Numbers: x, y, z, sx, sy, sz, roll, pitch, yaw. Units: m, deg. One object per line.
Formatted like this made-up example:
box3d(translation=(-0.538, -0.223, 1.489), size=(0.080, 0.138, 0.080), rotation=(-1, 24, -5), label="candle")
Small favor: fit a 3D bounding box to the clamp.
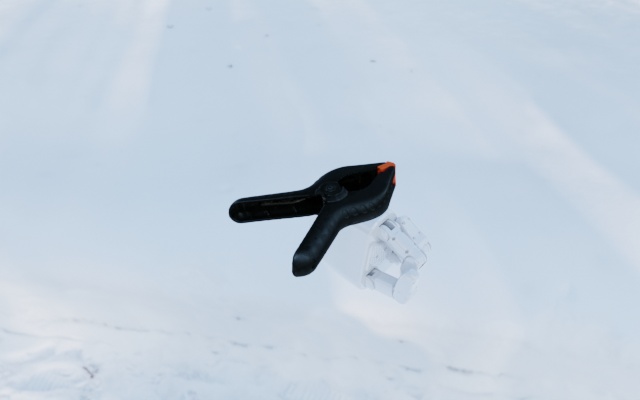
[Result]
box3d(translation=(0.000, 0.001, 0.461), size=(0.120, 0.039, 0.171), rotation=(31, 45, 33), label="clamp")
